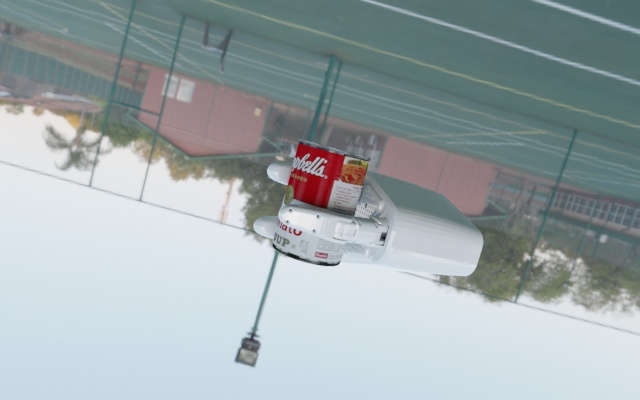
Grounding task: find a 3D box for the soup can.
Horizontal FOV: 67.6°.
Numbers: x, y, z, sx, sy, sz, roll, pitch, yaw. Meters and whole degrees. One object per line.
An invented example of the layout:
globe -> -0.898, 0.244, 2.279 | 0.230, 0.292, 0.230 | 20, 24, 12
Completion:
soup can -> 0.000, 0.002, 0.438 | 0.068, 0.102, 0.068 | 15, 6, -2
